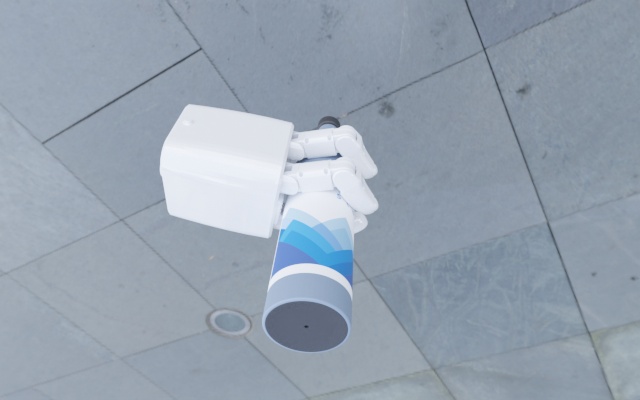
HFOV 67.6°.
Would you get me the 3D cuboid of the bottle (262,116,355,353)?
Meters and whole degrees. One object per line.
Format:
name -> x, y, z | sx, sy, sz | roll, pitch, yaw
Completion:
bottle -> 0.000, 0.002, 0.466 | 0.069, 0.069, 0.295 | 0, 39, 5
